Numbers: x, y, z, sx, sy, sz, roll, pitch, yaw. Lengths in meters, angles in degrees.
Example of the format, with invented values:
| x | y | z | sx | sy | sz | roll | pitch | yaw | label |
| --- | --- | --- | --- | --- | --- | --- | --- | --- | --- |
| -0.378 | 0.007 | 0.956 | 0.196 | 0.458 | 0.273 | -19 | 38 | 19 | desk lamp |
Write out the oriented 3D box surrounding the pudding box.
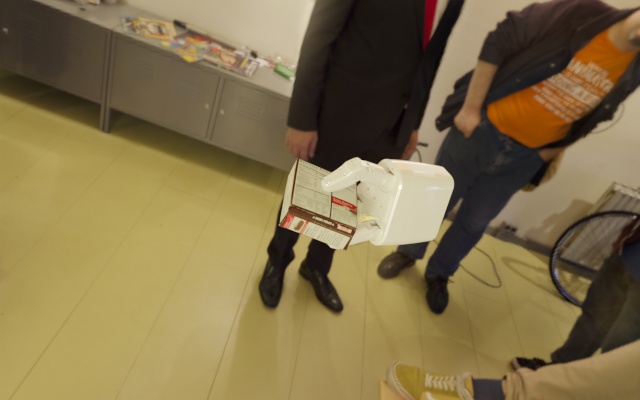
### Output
| x | y | z | sx | sy | sz | roll | pitch | yaw | label |
| --- | --- | --- | --- | --- | --- | --- | --- | --- | --- |
| 0.000 | 0.002 | 0.605 | 0.090 | 0.039 | 0.113 | 21 | 32 | -11 | pudding box |
